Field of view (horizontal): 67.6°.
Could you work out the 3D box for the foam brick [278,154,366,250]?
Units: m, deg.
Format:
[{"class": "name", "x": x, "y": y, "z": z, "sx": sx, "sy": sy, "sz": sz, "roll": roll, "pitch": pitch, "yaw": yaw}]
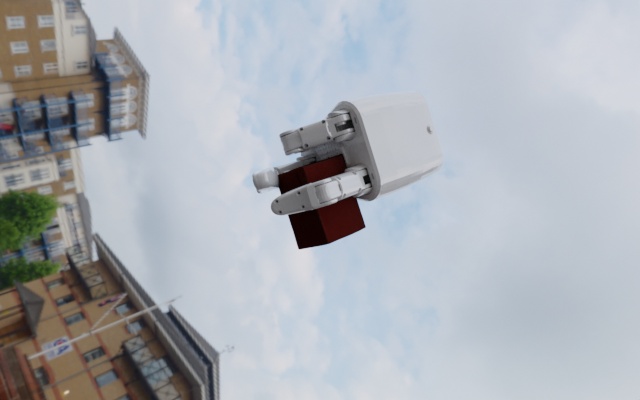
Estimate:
[{"class": "foam brick", "x": 0.000, "y": 0.002, "z": 0.465, "sx": 0.051, "sy": 0.078, "sz": 0.053, "roll": -19, "pitch": 3, "yaw": -37}]
